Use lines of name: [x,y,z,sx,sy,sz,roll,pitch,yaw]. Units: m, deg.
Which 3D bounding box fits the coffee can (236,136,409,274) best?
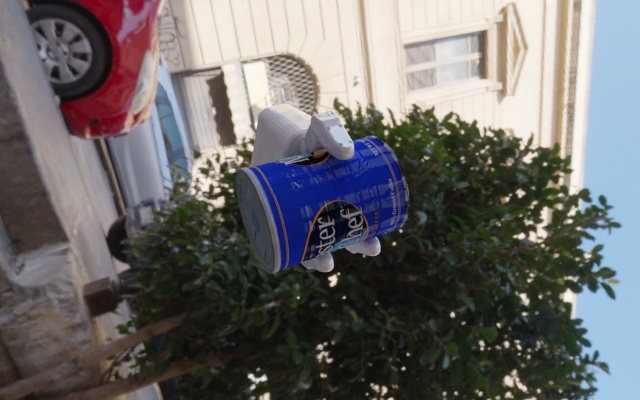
coffee can: [0.000,0.002,0.471,0.140,0.103,0.103,-17,6,-20]
